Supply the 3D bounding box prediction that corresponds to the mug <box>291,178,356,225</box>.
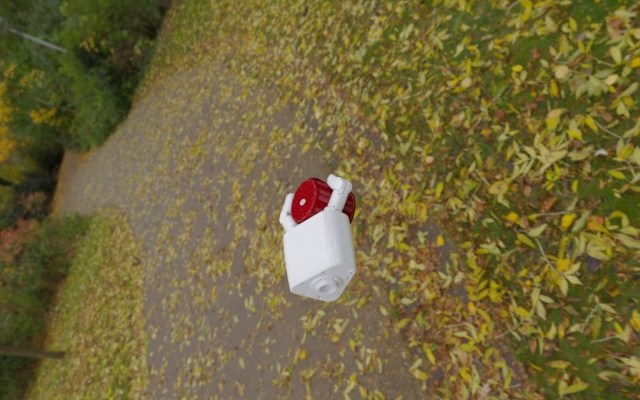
[{"bbox_3d":[0.000,0.002,0.847,0.081,0.117,0.093,21,-49,-30],"label":"mug"}]
